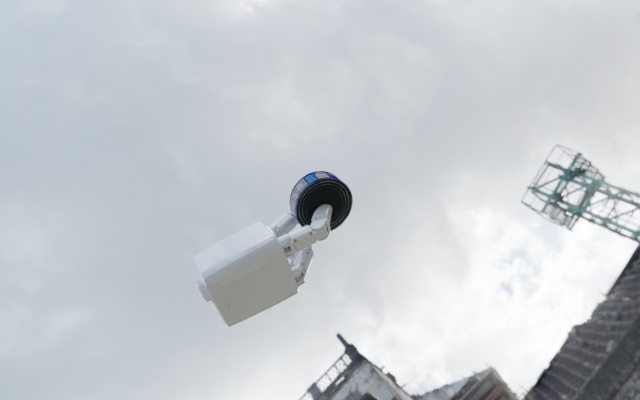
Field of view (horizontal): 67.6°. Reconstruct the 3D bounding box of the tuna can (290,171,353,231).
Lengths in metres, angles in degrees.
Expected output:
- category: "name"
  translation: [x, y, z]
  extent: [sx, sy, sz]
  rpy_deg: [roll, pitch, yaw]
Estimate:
- category: "tuna can"
  translation: [0.000, 0.002, 0.677]
  extent: [0.086, 0.086, 0.033]
  rpy_deg: [0, 24, -25]
